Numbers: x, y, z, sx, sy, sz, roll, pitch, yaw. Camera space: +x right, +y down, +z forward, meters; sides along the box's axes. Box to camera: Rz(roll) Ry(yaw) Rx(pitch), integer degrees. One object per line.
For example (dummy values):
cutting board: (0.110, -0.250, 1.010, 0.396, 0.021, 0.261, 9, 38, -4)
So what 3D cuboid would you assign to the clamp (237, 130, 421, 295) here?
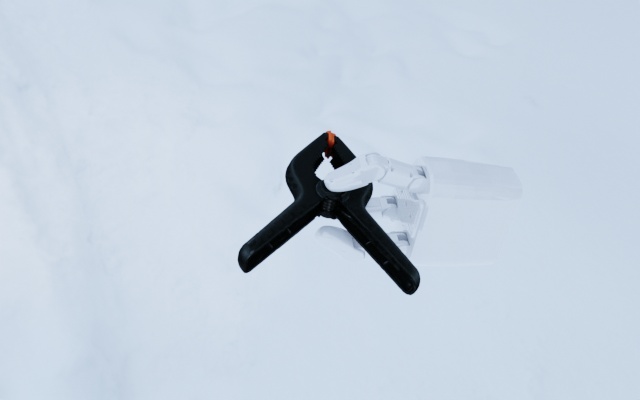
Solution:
clamp: (0.000, 0.001, 0.481, 0.164, 0.209, 0.036, 5, -46, -14)
